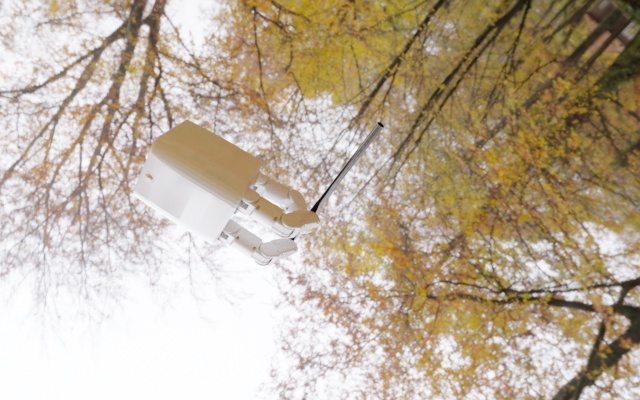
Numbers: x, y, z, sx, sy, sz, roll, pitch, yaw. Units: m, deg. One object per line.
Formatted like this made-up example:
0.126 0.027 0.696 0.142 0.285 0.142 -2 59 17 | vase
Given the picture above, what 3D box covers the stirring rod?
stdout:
0.000 0.002 0.546 0.011 0.011 0.240 0 -40 -41 | stirring rod
